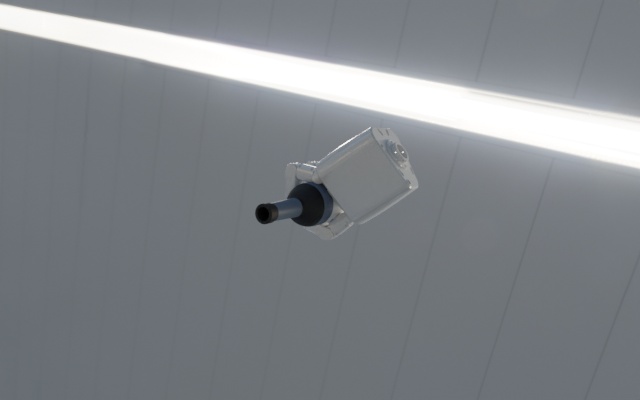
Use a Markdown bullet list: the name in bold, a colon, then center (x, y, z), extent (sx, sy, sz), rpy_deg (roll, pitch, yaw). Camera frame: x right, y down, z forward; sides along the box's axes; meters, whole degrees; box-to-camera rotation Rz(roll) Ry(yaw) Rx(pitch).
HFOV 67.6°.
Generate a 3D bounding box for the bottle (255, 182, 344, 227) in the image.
- **bottle**: center (0.000, 0.002, 0.746), extent (0.069, 0.069, 0.295), rpy_deg (0, 6, 31)
